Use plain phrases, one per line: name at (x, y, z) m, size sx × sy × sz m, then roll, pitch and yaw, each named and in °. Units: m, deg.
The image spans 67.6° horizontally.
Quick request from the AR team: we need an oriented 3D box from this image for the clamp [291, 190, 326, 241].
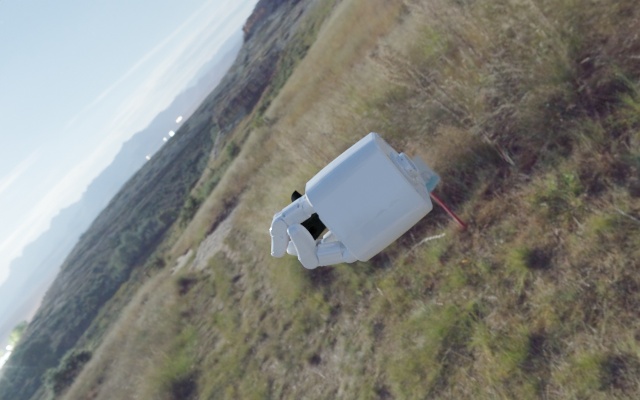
clamp at (0.000, 0.002, 0.659) m, size 0.120 × 0.039 × 0.171 m, roll -40°, pitch 20°, yaw 21°
